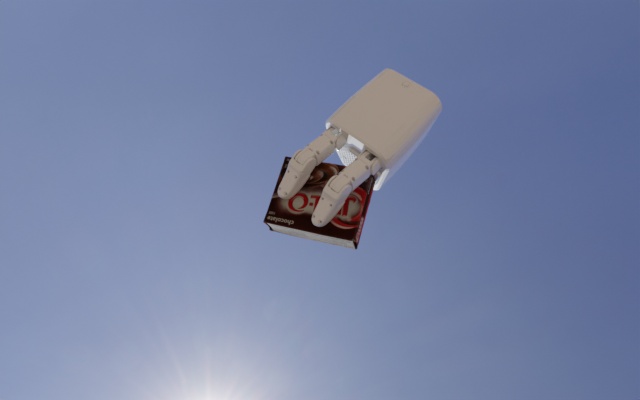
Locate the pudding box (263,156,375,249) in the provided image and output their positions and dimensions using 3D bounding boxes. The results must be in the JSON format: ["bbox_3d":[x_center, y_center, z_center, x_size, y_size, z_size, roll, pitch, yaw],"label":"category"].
[{"bbox_3d":[0.000,0.002,0.568,0.113,0.090,0.039,10,-23,17],"label":"pudding box"}]
